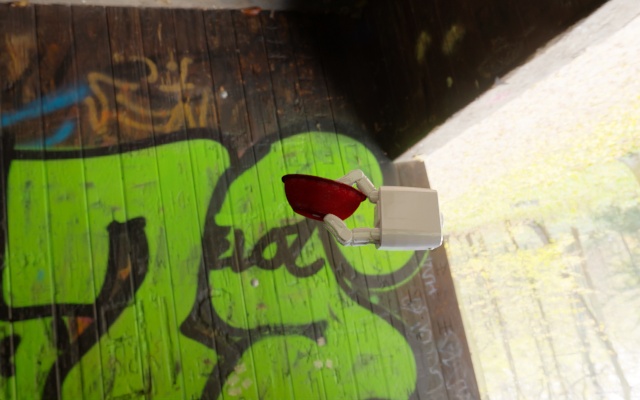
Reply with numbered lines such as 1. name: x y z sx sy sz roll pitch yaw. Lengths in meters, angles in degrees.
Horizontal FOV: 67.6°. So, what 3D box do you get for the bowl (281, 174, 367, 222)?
1. bowl: -0.001 0.003 0.871 0.162 0.055 0.162 13 -11 3
